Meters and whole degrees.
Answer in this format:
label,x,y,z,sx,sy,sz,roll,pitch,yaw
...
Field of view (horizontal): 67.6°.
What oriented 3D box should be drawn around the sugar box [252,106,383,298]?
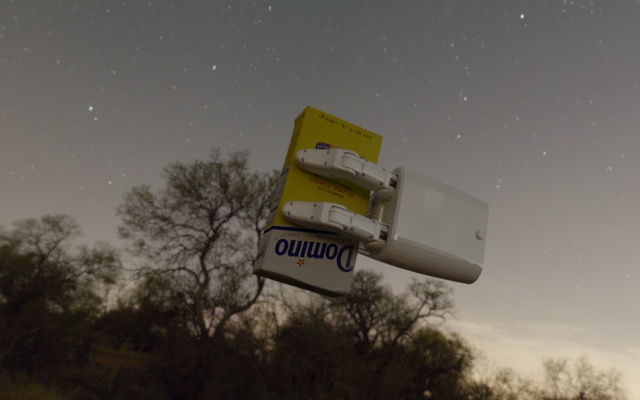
label,x,y,z,sx,sy,sz,roll,pitch,yaw
sugar box,0.000,0.001,0.487,0.093,0.176,0.048,19,-21,-16
